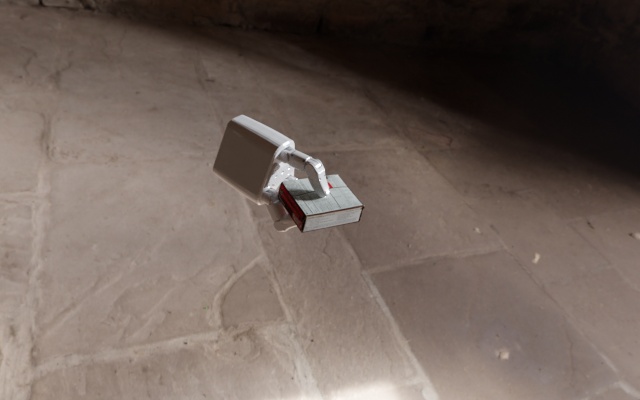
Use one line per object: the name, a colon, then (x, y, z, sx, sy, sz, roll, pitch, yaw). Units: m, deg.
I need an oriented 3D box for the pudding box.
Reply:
pudding box: (0.000, 0.002, 0.767, 0.113, 0.039, 0.090, -10, 45, -29)
